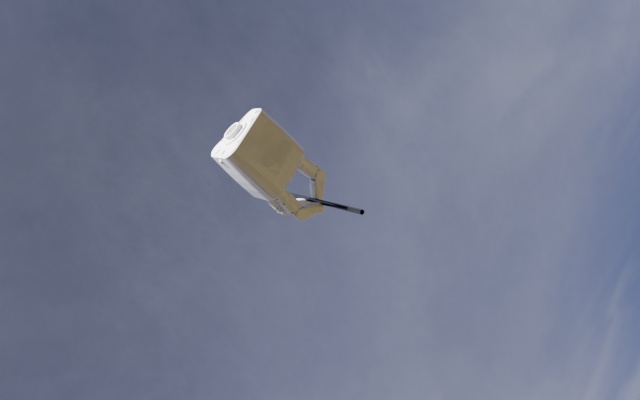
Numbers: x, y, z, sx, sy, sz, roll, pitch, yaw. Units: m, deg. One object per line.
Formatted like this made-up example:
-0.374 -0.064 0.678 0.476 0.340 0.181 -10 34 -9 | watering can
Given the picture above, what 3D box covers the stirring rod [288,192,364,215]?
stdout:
0.000 0.003 0.816 0.011 0.011 0.239 0 7 -31 | stirring rod
